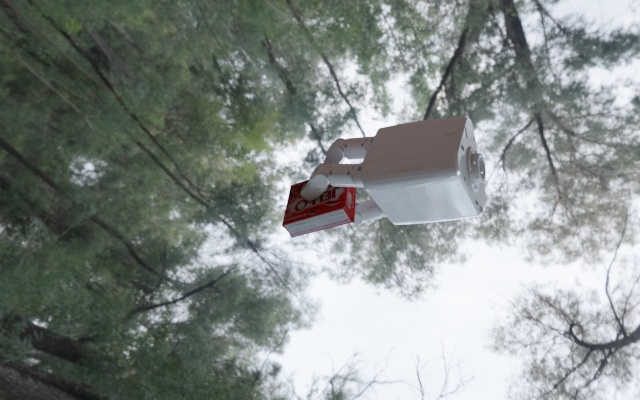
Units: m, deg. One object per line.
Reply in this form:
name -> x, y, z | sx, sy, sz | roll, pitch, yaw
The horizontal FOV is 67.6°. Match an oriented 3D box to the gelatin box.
gelatin box -> 0.000, 0.002, 0.600 | 0.089, 0.073, 0.030 | -16, -50, 23
